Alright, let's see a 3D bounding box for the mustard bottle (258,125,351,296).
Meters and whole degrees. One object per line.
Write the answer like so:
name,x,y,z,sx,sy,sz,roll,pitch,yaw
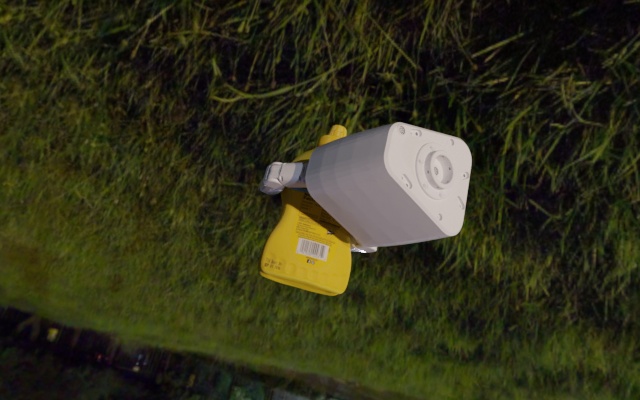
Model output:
mustard bottle,0.000,0.002,0.533,0.096,0.191,0.058,17,-19,-8
